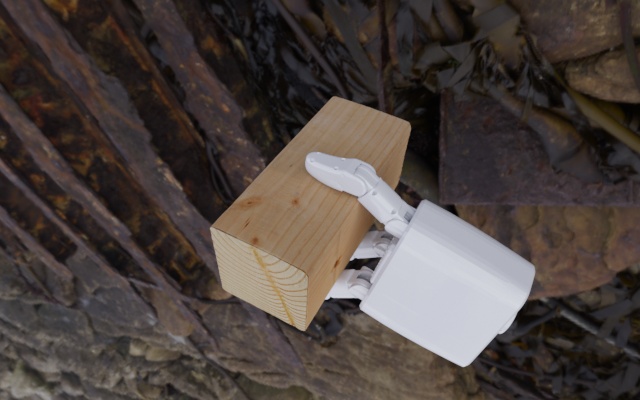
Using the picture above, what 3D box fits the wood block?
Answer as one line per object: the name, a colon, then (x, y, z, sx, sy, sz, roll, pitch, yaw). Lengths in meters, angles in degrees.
wood block: (0.000, 0.002, 0.450, 0.090, 0.091, 0.206, 23, 50, 17)
